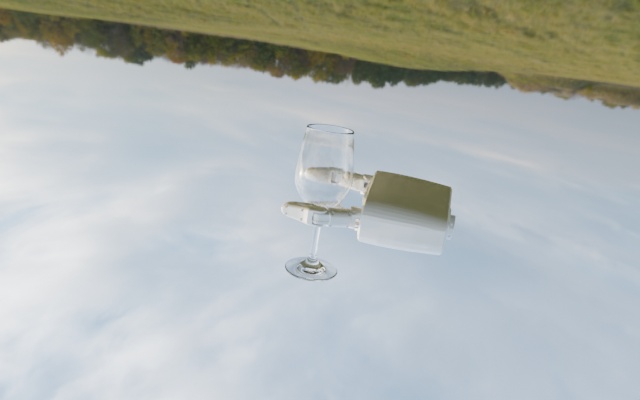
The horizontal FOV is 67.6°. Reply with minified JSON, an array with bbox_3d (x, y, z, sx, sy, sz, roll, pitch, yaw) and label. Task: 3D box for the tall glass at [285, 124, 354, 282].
[{"bbox_3d":[0.000,0.003,0.640,0.079,0.201,0.079,7,17,-2],"label":"tall glass"}]
